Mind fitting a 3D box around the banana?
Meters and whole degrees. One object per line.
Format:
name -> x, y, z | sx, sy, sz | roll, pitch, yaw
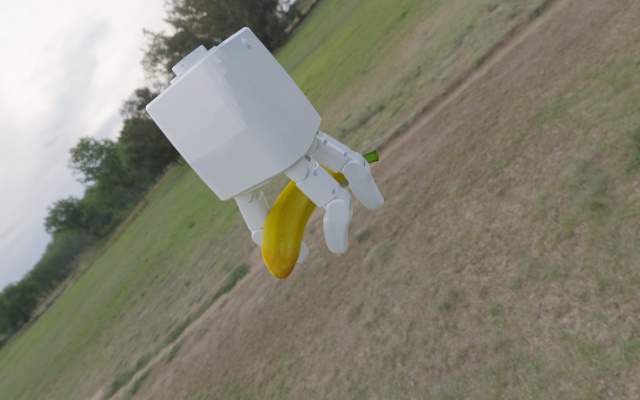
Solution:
banana -> -0.012, 0.002, 0.465 | 0.069, 0.037, 0.197 | -9, 31, 40
